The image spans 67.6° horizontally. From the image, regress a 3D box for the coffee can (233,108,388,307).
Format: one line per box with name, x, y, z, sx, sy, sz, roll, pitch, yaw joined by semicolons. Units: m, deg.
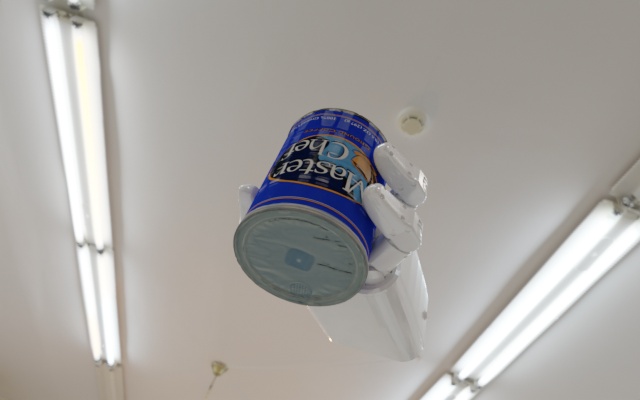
coffee can;0.000;0.001;0.401;0.103;0.103;0.140;0;39;18
